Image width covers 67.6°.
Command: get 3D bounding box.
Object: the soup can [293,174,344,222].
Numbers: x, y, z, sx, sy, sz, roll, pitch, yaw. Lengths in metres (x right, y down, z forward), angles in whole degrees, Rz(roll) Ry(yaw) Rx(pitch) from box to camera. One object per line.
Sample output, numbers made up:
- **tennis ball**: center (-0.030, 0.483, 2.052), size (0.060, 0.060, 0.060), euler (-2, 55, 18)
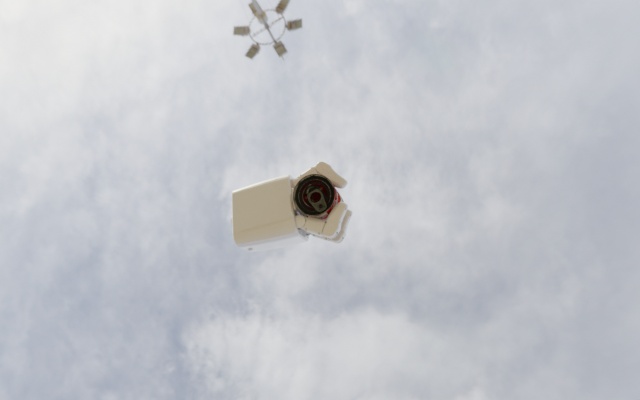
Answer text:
- **soup can**: center (0.001, 0.002, 0.790), size (0.068, 0.068, 0.102), euler (0, -13, 12)
